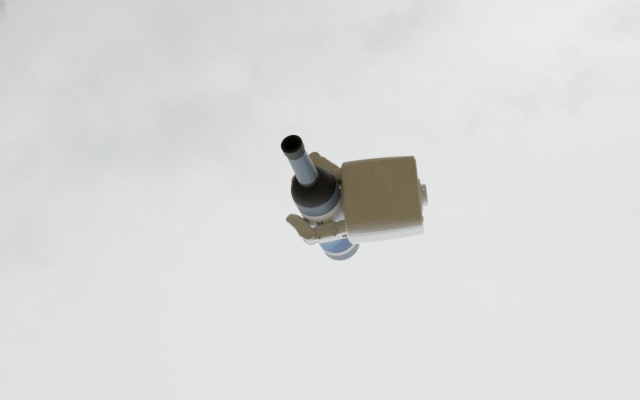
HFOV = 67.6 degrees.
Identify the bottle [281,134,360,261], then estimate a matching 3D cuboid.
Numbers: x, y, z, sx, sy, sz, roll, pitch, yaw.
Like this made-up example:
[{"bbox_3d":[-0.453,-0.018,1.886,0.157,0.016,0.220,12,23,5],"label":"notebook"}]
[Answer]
[{"bbox_3d":[0.000,0.002,0.694,0.069,0.069,0.296,0,-29,16],"label":"bottle"}]
